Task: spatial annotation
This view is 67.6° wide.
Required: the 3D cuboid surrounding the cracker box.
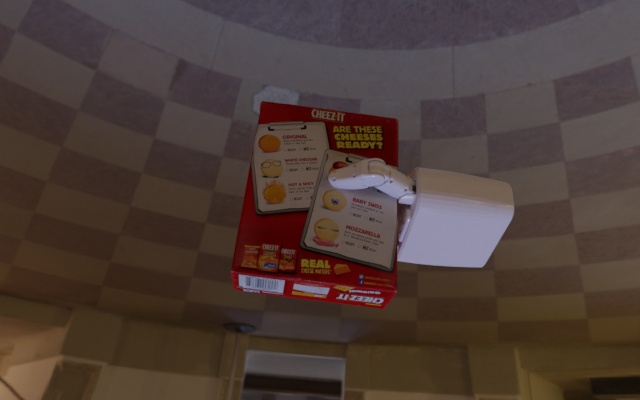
[{"bbox_3d":[0.000,0.002,0.531,0.164,0.213,0.072,7,-30,-4],"label":"cracker box"}]
